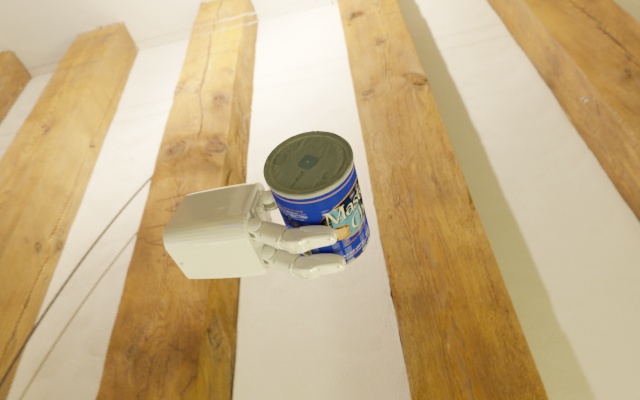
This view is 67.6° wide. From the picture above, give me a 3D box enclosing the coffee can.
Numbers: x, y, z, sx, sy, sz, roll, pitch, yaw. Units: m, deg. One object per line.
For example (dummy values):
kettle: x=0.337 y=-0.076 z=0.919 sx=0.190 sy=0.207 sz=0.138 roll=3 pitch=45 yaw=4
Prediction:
coffee can: x=0.000 y=0.002 z=0.578 sx=0.103 sy=0.102 sz=0.140 roll=0 pitch=-41 yaw=16
